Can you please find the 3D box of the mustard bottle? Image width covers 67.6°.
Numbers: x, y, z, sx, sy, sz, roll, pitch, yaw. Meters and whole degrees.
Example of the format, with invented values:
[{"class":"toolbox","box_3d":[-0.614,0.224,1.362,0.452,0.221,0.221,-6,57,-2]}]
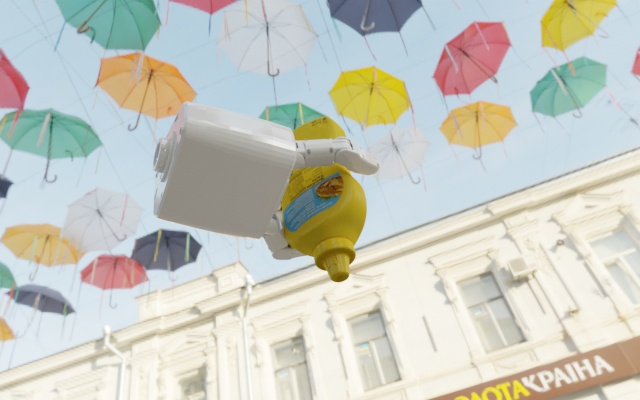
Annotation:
[{"class":"mustard bottle","box_3d":[0.000,0.002,0.507,0.096,0.191,0.058,-34,-44,21]}]
